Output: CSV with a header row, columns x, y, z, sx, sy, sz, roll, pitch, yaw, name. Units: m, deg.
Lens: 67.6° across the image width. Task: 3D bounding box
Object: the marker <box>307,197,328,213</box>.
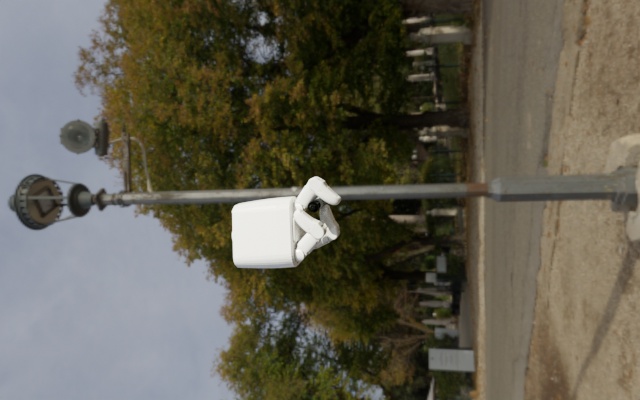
x,y,z,sx,sy,sz,roll,pitch,yaw,name
0.000,0.003,0.818,0.020,0.020,0.121,0,9,13,marker
